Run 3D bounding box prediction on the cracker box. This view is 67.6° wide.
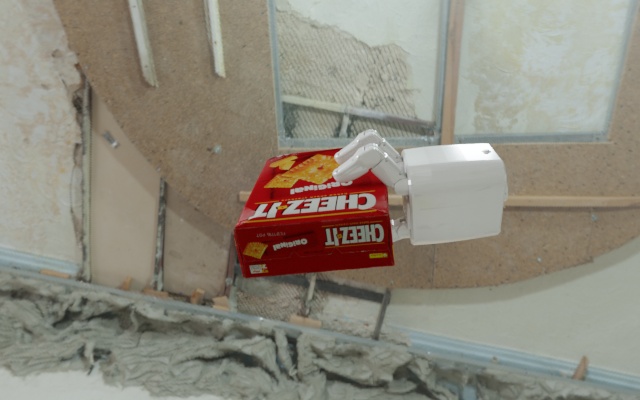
[{"bbox_3d":[0.000,0.002,0.584,0.164,0.072,0.213,-6,24,7],"label":"cracker box"}]
